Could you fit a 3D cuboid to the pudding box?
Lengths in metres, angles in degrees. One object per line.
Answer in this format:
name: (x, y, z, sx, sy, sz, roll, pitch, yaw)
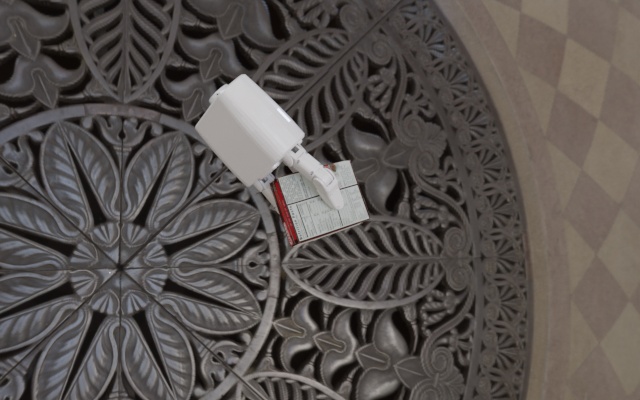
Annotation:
pudding box: (0.000, 0.002, 0.627, 0.113, 0.090, 0.039, -16, -5, -23)
